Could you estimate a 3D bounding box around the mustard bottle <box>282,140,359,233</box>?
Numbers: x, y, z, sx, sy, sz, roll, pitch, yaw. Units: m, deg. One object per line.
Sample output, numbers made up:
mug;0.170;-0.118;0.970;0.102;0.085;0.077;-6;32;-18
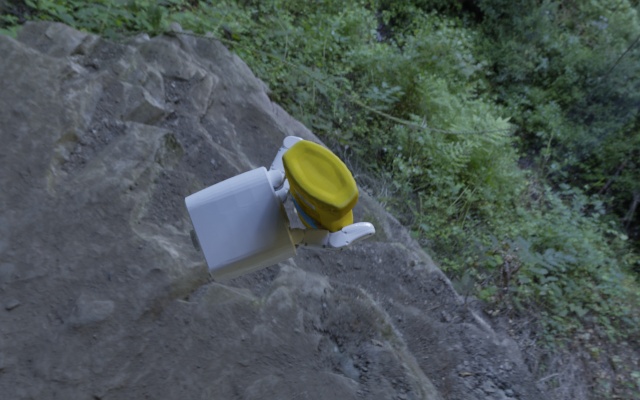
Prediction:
mustard bottle;0.000;0.002;0.608;0.096;0.058;0.192;42;-14;14
